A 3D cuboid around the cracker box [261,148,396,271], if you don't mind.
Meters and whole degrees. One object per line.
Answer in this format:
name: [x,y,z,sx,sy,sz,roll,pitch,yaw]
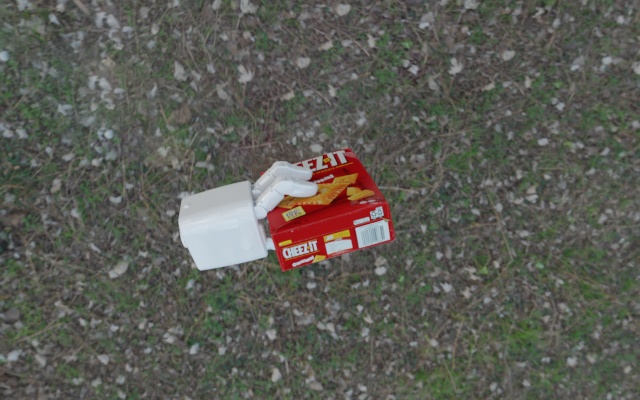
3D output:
cracker box: [0.000,0.003,0.726,0.164,0.072,0.213,-15,29,-4]
